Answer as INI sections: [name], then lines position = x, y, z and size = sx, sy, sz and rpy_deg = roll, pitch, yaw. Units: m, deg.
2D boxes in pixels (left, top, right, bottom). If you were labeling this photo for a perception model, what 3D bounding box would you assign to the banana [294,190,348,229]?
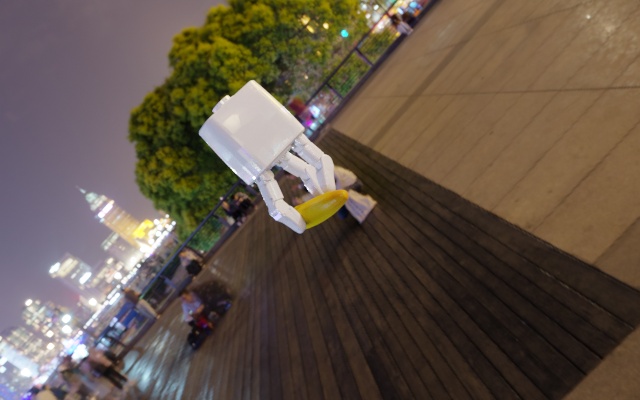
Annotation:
[banana]
position = -0.014, 0.015, 0.730
size = 0.069, 0.037, 0.198
rpy_deg = -43, 6, -13
